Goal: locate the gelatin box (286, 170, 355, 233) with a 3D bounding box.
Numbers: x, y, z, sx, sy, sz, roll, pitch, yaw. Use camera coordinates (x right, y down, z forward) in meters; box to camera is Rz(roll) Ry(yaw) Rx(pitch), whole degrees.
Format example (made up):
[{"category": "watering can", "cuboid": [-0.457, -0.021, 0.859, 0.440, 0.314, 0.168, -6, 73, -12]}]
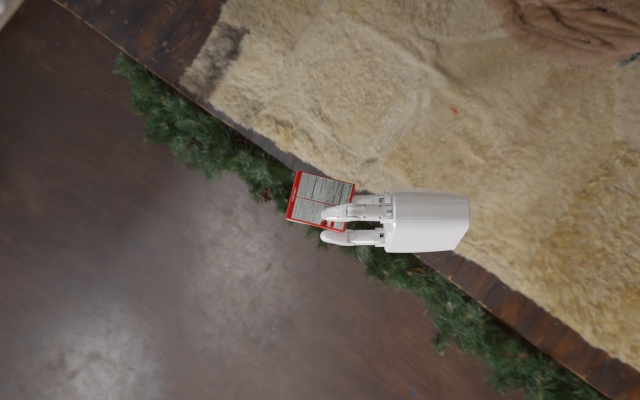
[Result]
[{"category": "gelatin box", "cuboid": [0.000, 0.002, 0.698, 0.089, 0.073, 0.030, 13, -5, -1]}]
